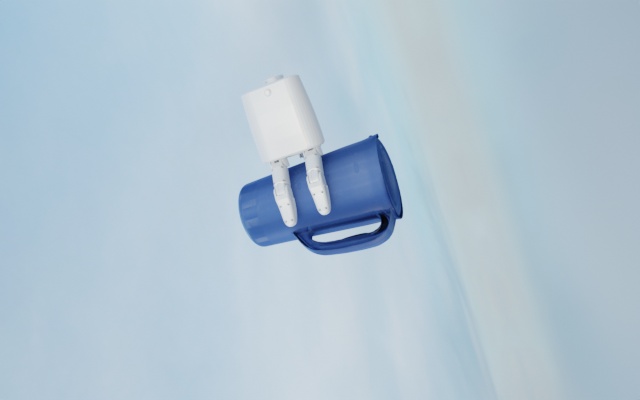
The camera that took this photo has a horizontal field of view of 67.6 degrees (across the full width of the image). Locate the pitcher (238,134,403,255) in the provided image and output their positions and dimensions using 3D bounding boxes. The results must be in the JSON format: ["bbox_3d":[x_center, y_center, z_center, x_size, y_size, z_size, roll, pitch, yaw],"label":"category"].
[{"bbox_3d":[0.000,0.002,0.741,0.243,0.145,0.149,-17,11,17],"label":"pitcher"}]
